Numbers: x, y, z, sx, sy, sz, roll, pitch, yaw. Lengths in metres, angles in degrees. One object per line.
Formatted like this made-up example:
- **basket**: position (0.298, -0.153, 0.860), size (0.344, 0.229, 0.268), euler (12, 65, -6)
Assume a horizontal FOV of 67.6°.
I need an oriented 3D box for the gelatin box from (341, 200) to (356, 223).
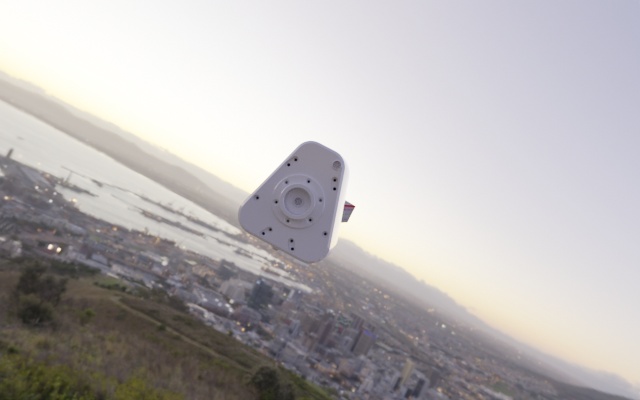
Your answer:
- **gelatin box**: position (0.000, 0.002, 0.631), size (0.073, 0.030, 0.089), euler (29, 8, 16)
